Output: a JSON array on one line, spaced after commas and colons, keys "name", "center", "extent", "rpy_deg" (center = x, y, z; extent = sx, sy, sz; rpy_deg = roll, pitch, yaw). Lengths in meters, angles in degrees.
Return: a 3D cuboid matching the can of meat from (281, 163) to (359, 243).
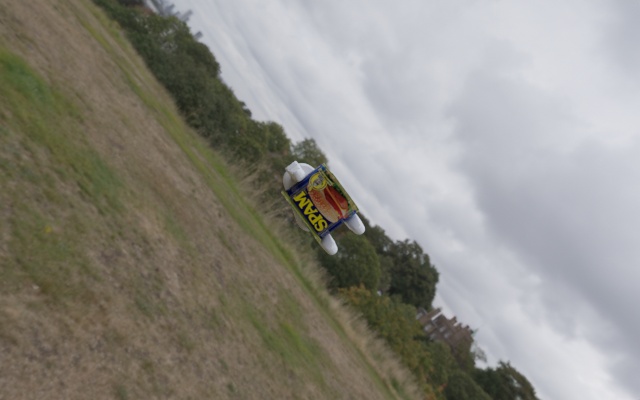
[{"name": "can of meat", "center": [0.000, 0.002, 0.766], "extent": [0.084, 0.102, 0.057], "rpy_deg": [-37, 5, -2]}]
